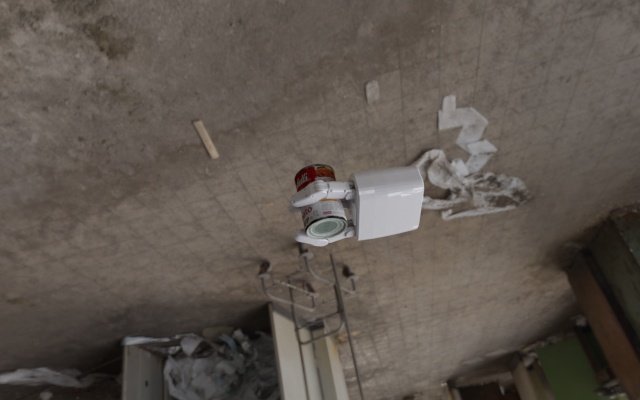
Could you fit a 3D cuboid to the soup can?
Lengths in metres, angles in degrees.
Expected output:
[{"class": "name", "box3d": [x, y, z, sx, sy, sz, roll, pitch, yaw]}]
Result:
[{"class": "soup can", "box3d": [0.000, 0.003, 0.756, 0.068, 0.102, 0.068, -9, -32, -6]}]
